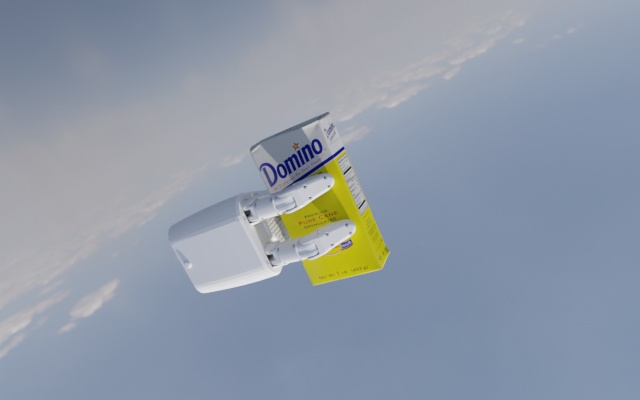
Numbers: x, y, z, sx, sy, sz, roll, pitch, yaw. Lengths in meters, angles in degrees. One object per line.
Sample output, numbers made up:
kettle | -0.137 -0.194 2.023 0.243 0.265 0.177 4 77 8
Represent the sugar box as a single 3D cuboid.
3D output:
sugar box | 0.000 0.002 0.531 0.093 0.176 0.048 -19 15 26
